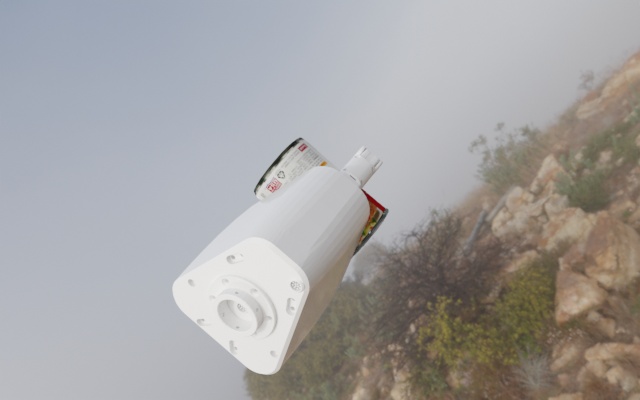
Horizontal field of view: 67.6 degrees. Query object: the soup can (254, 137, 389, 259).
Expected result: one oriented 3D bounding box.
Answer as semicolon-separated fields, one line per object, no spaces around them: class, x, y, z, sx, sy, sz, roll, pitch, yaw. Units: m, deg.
soup can;0.000;0.001;0.425;0.102;0.068;0.068;40;1;1
